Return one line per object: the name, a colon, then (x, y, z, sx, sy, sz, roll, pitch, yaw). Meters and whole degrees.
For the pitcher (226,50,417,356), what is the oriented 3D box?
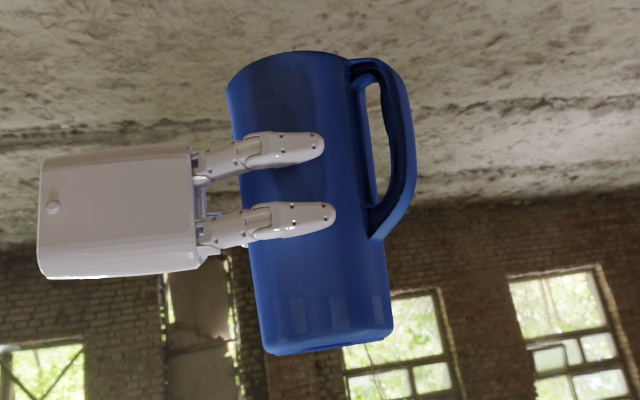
pitcher: (0.000, 0.001, 0.415, 0.145, 0.242, 0.149, -5, -18, -12)
